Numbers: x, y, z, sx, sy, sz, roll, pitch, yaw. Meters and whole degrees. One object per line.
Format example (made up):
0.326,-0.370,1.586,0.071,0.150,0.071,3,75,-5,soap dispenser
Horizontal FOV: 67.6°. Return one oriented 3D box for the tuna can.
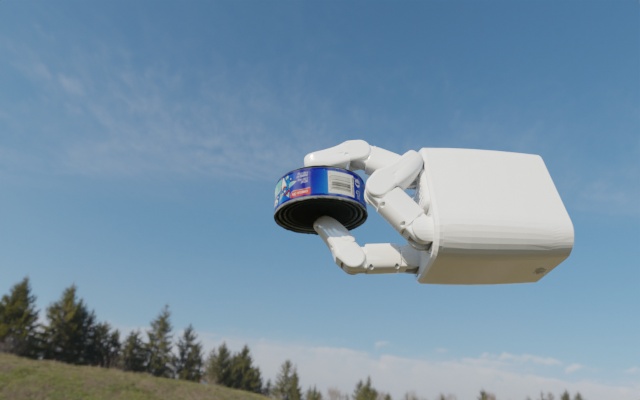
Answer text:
0.000,0.001,0.442,0.086,0.033,0.086,-1,-25,0,tuna can
